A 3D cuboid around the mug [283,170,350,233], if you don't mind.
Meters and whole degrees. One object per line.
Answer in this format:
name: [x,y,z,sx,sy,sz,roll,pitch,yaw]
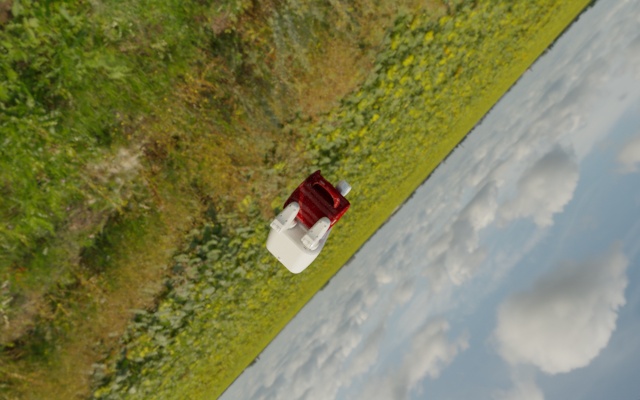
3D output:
mug: [0.001,0.002,0.806,0.093,0.081,0.117,-42,-8,-32]
